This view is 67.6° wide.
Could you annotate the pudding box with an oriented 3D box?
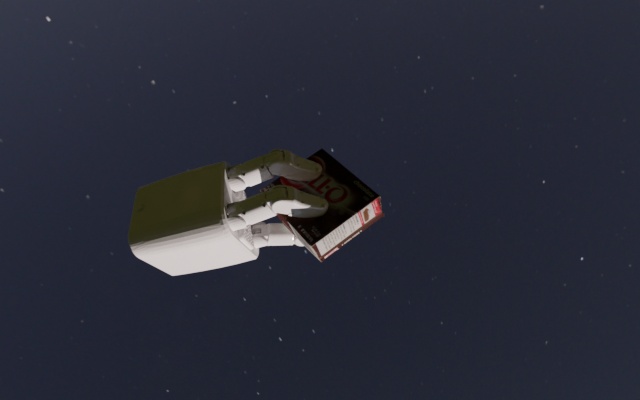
[{"bbox_3d":[0.000,0.002,0.525,0.090,0.039,0.113,-36,50,-12],"label":"pudding box"}]
